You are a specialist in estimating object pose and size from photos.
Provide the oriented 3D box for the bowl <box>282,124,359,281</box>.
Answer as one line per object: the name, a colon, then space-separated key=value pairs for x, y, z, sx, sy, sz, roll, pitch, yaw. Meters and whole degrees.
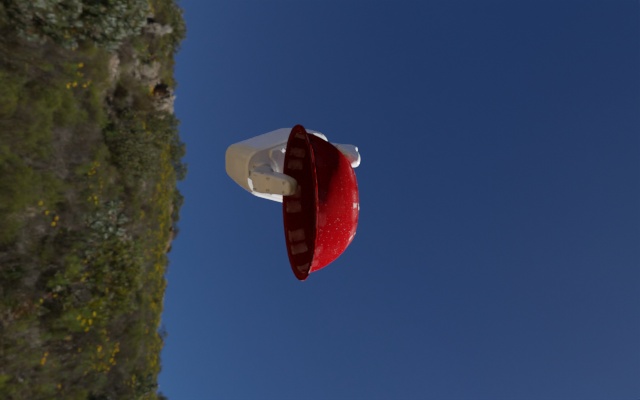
bowl: x=0.001 y=0.002 z=0.502 sx=0.055 sy=0.162 sz=0.162 roll=-1 pitch=0 yaw=-14
